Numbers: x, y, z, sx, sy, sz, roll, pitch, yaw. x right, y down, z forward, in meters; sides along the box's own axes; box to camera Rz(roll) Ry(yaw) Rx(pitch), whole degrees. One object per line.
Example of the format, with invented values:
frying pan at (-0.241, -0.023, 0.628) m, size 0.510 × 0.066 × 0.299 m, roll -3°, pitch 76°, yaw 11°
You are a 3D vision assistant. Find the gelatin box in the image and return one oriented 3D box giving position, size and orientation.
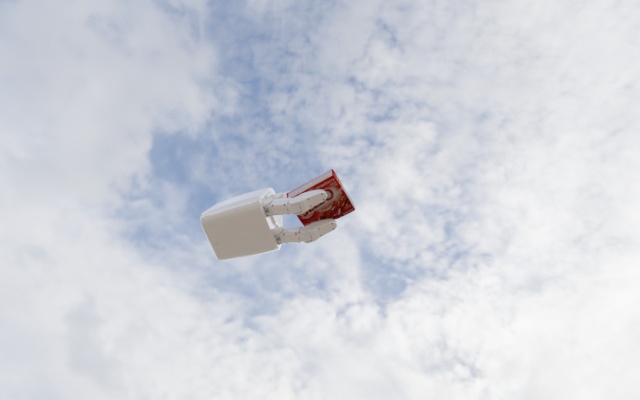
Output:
gelatin box at (0.000, 0.002, 0.767) m, size 0.089 × 0.073 × 0.030 m, roll -28°, pitch 25°, yaw 11°
